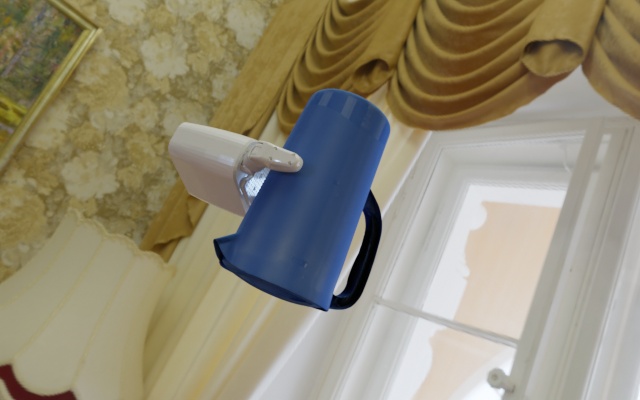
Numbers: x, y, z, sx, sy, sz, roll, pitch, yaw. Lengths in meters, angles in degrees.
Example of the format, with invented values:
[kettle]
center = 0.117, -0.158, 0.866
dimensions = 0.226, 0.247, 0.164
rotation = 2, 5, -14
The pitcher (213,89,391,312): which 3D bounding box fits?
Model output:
[pitcher]
center = 0.000, 0.002, 0.562
dimensions = 0.145, 0.242, 0.149
rotation = 18, -16, 22
